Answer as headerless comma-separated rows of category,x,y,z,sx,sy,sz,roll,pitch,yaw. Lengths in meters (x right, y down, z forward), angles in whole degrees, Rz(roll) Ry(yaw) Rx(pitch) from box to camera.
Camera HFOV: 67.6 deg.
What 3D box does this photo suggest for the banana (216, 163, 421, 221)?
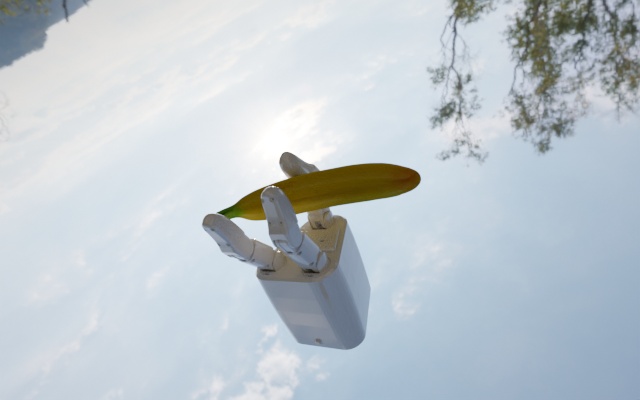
banana,0.000,-0.006,0.463,0.198,0.037,0.069,-13,21,16
